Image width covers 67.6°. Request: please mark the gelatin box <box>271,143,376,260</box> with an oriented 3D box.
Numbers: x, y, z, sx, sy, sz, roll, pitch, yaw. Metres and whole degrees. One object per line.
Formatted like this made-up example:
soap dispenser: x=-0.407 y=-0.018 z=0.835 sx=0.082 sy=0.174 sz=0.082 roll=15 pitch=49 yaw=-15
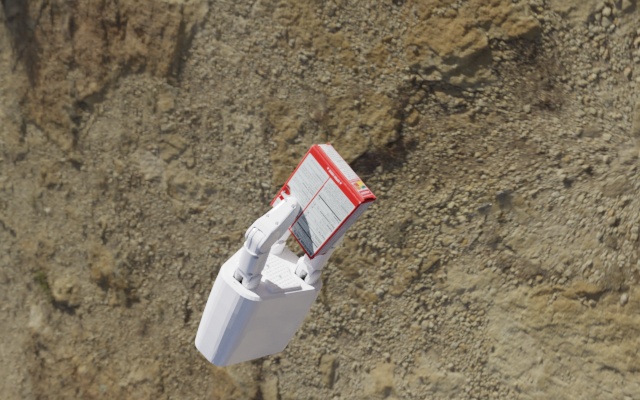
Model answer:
gelatin box: x=0.000 y=0.001 z=0.461 sx=0.030 sy=0.073 sz=0.089 roll=-15 pitch=-30 yaw=-50
